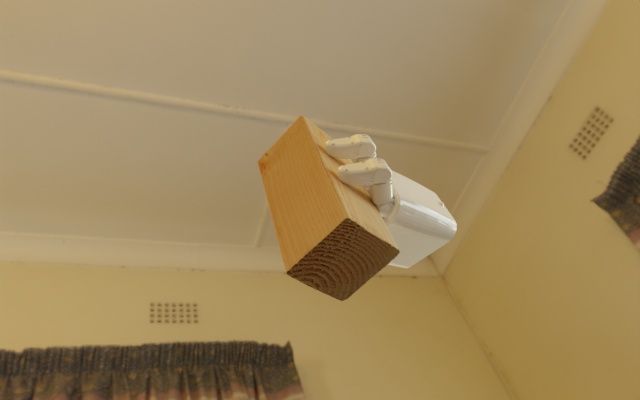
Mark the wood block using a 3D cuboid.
[{"bbox_3d":[0.000,0.002,0.564,0.090,0.091,0.206,32,22,-35],"label":"wood block"}]
